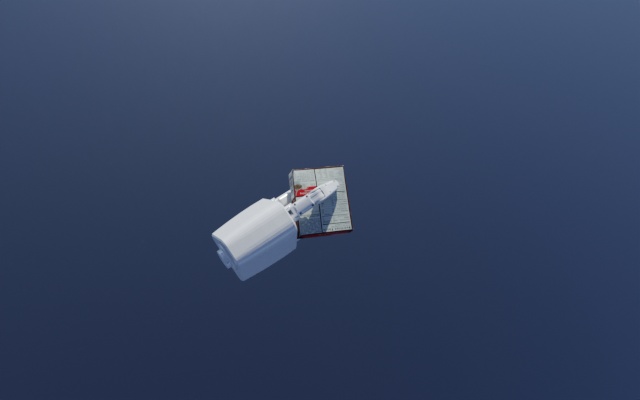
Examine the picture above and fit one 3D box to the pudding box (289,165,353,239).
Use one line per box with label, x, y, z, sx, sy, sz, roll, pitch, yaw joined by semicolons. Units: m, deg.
pudding box;0.000;0.003;0.778;0.090;0.113;0.039;-5;-9;-12
